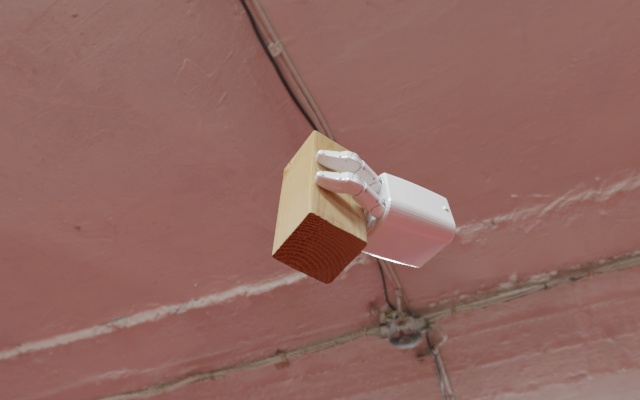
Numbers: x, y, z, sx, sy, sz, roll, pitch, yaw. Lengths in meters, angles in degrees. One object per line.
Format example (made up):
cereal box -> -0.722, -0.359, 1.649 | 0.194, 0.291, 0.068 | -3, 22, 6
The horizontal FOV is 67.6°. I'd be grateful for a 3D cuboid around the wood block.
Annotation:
wood block -> 0.000, 0.003, 0.675 | 0.090, 0.091, 0.206 | 29, 31, -18
